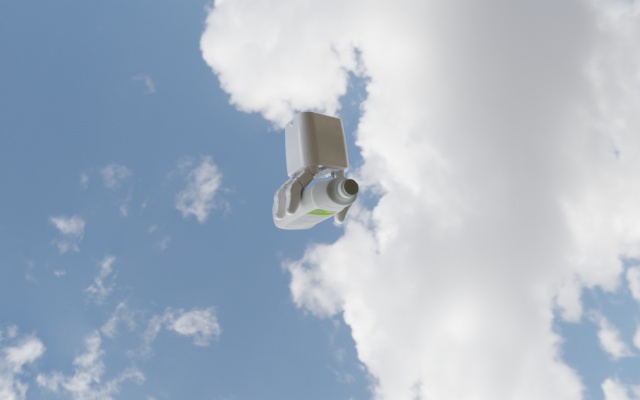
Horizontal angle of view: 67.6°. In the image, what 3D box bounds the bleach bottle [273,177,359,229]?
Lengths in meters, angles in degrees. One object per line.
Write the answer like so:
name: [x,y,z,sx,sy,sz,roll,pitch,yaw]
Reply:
bleach bottle: [0.000,0.003,0.885,0.102,0.068,0.251,-2,-11,-28]
